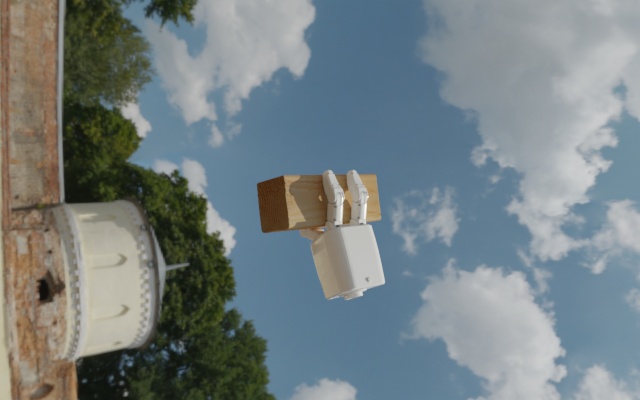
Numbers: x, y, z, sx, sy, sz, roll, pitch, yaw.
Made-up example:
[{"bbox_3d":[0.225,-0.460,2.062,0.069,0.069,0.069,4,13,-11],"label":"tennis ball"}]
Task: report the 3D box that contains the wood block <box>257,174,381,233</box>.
[{"bbox_3d":[0.000,0.003,0.860,0.206,0.090,0.091,-3,-6,-38],"label":"wood block"}]
